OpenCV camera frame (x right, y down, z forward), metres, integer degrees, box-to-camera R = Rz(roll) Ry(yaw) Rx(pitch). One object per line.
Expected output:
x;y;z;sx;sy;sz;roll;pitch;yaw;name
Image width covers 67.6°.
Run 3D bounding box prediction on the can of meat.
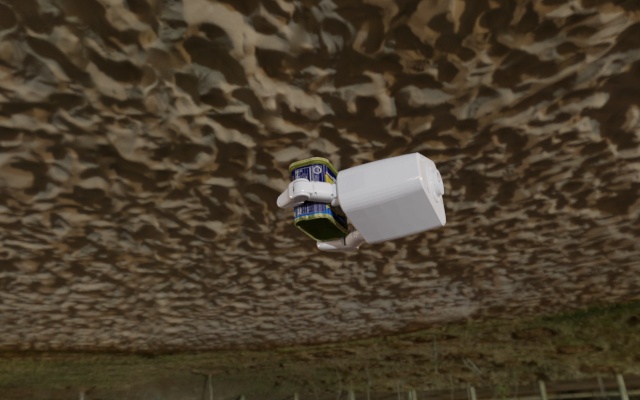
0.000;0.002;0.654;0.057;0.084;0.102;-13;-25;19;can of meat
